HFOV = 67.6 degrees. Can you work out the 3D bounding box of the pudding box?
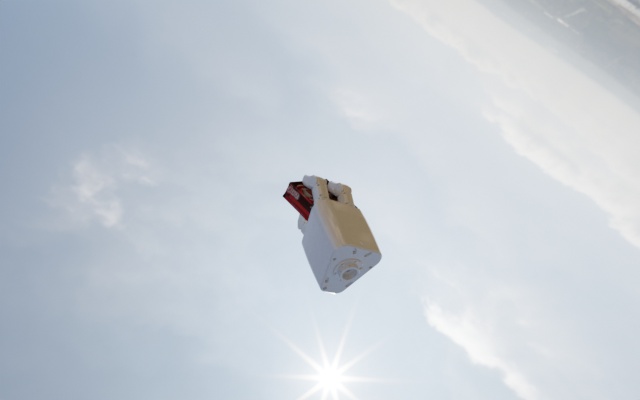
[{"bbox_3d":[0.000,0.003,0.863,0.090,0.039,0.113,45,27,24],"label":"pudding box"}]
